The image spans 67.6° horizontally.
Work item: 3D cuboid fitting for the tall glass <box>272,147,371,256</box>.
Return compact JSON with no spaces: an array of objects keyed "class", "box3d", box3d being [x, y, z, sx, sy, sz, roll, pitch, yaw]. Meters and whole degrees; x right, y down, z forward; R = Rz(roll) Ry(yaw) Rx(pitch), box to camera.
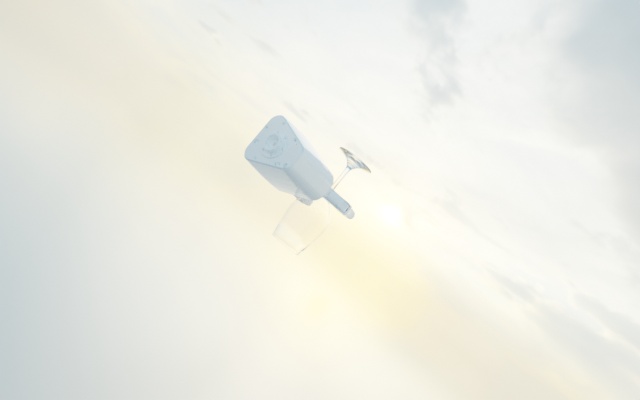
[{"class":"tall glass","box3d":[0.001,0.002,0.861,0.079,0.201,0.079,39,-3,3]}]
